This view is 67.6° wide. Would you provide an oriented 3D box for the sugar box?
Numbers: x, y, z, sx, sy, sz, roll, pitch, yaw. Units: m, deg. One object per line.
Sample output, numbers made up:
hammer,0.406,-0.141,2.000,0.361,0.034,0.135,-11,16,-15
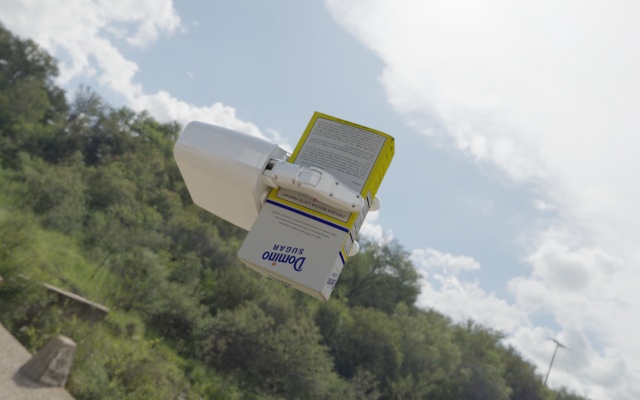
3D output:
sugar box,0.000,0.002,0.480,0.093,0.176,0.048,21,-17,20
